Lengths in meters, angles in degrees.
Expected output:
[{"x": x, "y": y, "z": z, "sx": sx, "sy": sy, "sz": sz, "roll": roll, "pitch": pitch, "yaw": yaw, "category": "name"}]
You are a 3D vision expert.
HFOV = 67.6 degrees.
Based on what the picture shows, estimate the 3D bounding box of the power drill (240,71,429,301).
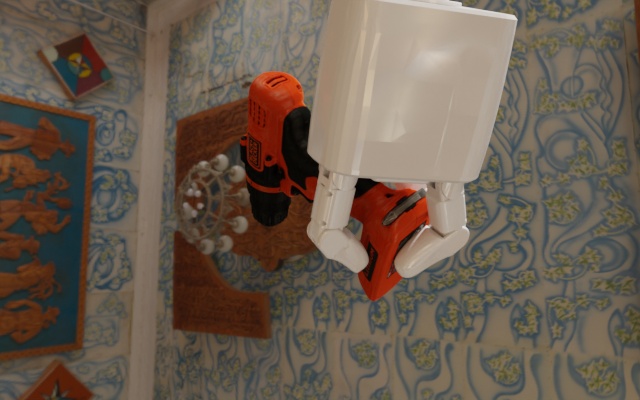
[{"x": 0.000, "y": 0.001, "z": 0.430, "sx": 0.187, "sy": 0.185, "sz": 0.057, "roll": 39, "pitch": 56, "yaw": 24, "category": "power drill"}]
